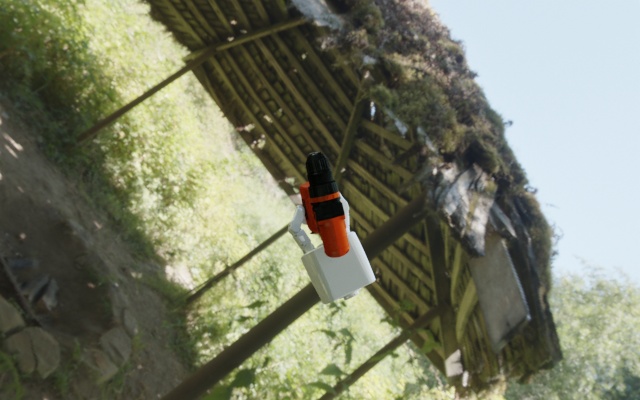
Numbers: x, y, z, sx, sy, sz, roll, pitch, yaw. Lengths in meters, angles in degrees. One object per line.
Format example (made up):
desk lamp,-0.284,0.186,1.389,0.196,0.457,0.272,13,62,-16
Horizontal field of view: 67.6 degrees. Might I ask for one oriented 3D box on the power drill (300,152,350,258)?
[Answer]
power drill,0.000,0.003,0.882,0.057,0.184,0.187,-12,6,-6
